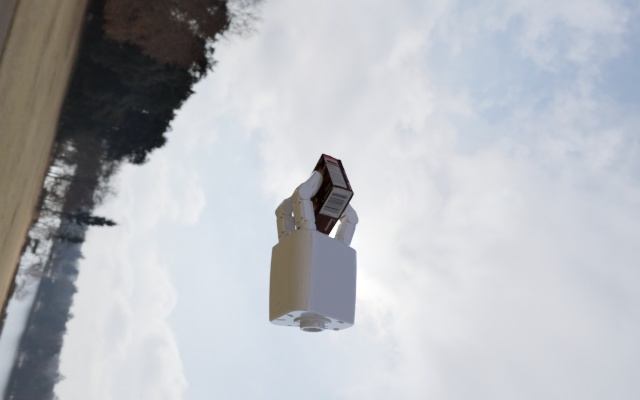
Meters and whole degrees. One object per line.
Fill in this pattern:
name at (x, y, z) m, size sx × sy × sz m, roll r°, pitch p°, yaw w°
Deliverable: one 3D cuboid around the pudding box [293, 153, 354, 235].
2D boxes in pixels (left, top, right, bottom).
pudding box at (0.000, 0.002, 0.697) m, size 0.039 × 0.113 × 0.090 m, roll 18°, pitch 30°, yaw -25°
